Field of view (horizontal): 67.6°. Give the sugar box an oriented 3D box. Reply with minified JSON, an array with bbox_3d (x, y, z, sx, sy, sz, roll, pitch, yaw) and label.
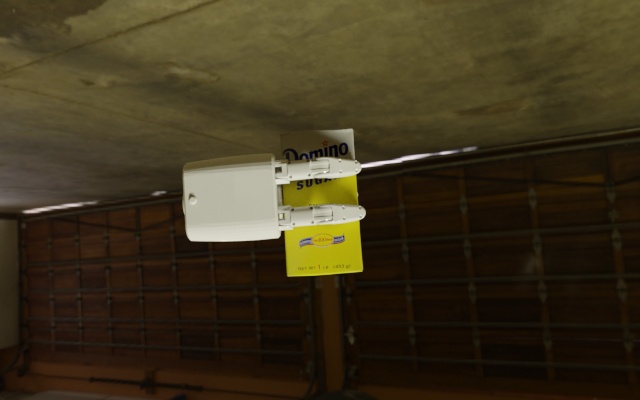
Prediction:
[{"bbox_3d":[0.000,0.002,0.590,0.093,0.176,0.048,-4,-4,-1],"label":"sugar box"}]
